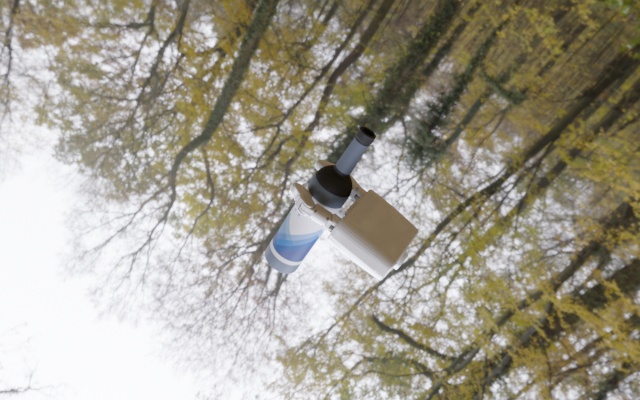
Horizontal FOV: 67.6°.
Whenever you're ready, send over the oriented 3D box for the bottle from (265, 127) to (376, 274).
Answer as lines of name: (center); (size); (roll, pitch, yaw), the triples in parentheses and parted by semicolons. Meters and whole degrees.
bottle: (0.000, 0.003, 0.781); (0.069, 0.296, 0.069); (24, 33, -17)
